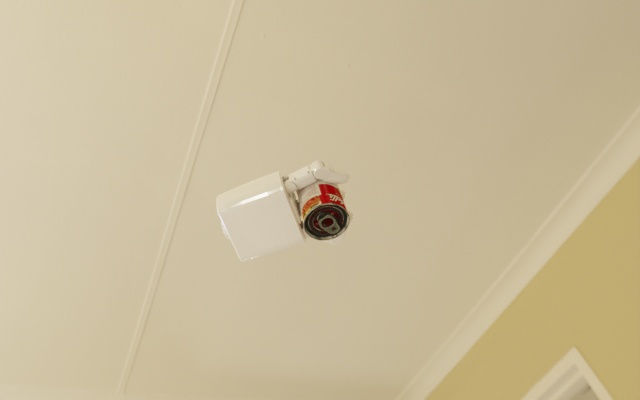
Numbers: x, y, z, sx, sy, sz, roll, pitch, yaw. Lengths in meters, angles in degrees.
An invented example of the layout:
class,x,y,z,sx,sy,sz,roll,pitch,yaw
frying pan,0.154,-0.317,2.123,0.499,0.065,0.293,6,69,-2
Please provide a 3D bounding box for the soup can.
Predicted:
class,x,y,z,sx,sy,sz,roll,pitch,yaw
soup can,0.001,0.002,0.724,0.068,0.068,0.102,0,36,-13
